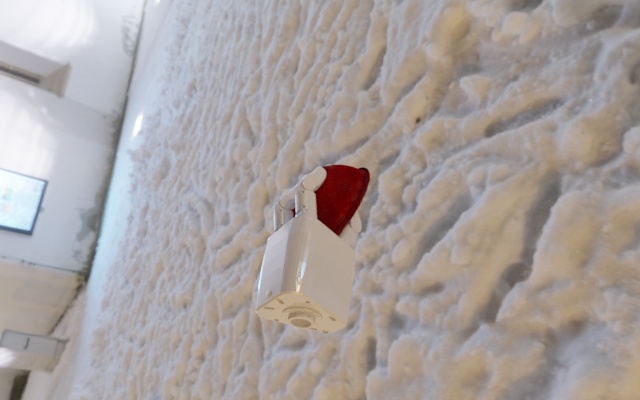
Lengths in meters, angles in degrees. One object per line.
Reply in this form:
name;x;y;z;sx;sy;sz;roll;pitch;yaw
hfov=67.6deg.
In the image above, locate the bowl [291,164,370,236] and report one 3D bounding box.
bowl;0.000;0.001;0.703;0.055;0.162;0.162;36;-11;-15
